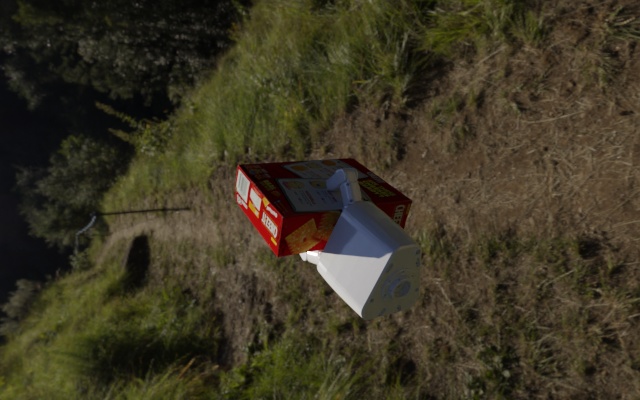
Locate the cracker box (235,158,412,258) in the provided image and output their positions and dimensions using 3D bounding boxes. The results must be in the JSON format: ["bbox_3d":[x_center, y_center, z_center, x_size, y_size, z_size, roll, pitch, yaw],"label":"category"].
[{"bbox_3d":[0.000,0.002,0.718,0.213,0.072,0.164,-6,31,-31],"label":"cracker box"}]
